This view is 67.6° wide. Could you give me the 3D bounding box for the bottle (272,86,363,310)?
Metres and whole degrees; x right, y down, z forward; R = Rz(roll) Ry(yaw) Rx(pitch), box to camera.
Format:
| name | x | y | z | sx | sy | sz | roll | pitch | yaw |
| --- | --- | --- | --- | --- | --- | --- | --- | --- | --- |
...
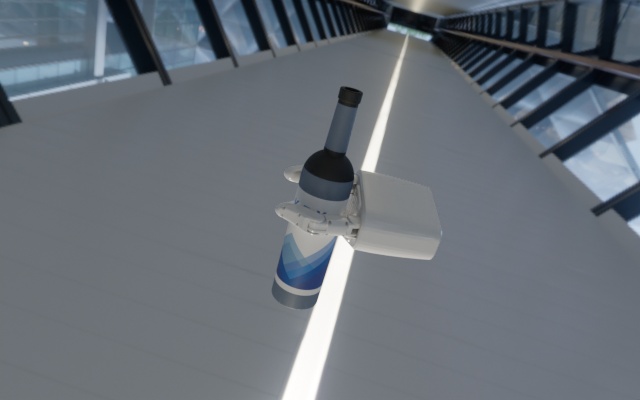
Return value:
| name | x | y | z | sx | sy | sz | roll | pitch | yaw |
| --- | --- | --- | --- | --- | --- | --- | --- | --- | --- |
| bottle | 0.000 | 0.002 | 0.610 | 0.069 | 0.296 | 0.069 | 13 | 24 | -6 |
